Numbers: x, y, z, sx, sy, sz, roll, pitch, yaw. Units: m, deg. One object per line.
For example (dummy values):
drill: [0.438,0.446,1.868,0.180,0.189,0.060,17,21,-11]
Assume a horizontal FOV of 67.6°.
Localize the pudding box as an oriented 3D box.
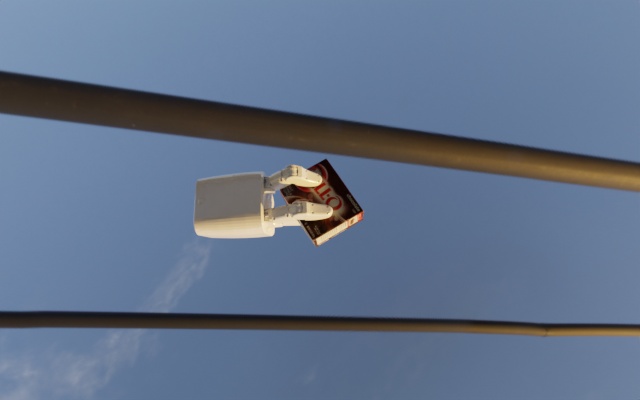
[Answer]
pudding box: [0.000,0.003,0.739,0.090,0.113,0.039,-30,-22,-9]
